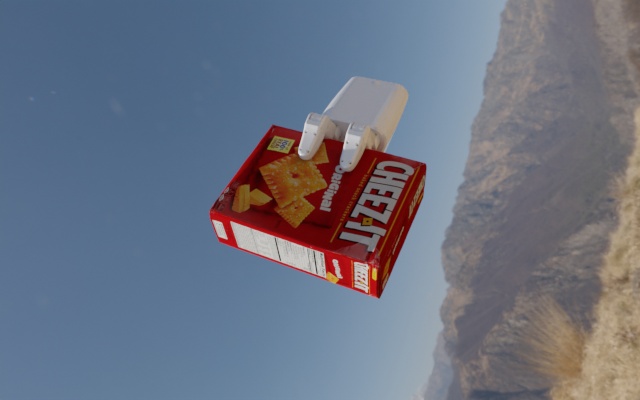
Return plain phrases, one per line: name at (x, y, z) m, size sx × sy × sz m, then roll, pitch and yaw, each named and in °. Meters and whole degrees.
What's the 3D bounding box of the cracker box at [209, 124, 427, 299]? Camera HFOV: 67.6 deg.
cracker box at (0.000, 0.002, 0.578) m, size 0.213 × 0.164 × 0.072 m, roll 16°, pitch -37°, yaw 20°
